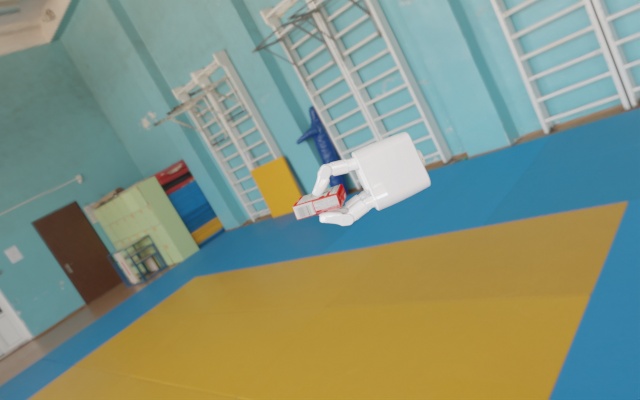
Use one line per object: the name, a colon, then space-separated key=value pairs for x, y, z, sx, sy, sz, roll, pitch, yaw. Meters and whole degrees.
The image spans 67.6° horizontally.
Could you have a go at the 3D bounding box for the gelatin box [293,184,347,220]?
gelatin box: x=0.000 y=0.003 z=0.878 sx=0.089 sy=0.030 sz=0.073 roll=-16 pitch=11 yaw=13
